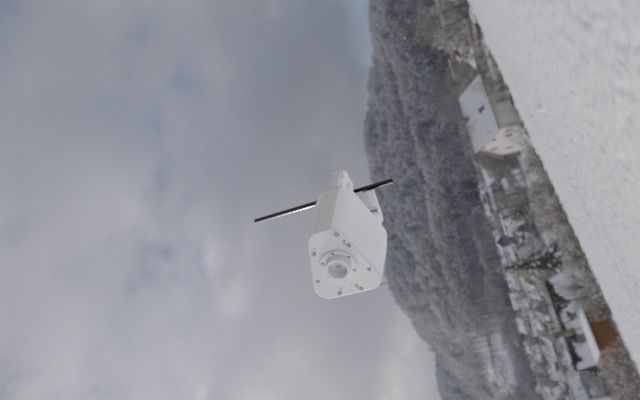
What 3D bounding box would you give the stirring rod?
[{"bbox_3d":[0.000,0.002,0.767,0.239,0.011,0.011,-17,-5,18],"label":"stirring rod"}]
